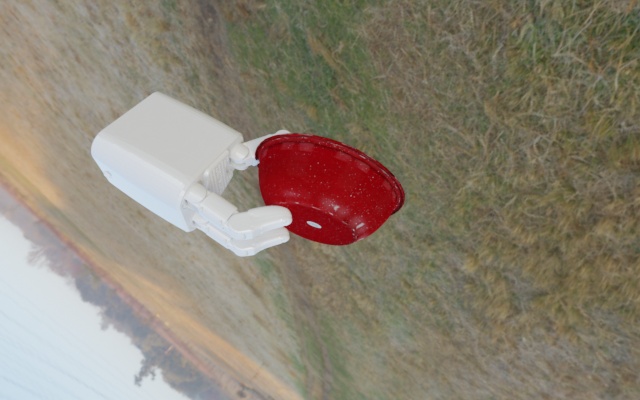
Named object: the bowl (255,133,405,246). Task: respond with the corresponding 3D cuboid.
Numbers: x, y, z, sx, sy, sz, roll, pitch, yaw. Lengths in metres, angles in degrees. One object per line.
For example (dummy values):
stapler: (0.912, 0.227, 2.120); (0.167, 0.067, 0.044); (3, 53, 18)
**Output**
bowl: (0.001, 0.002, 0.482); (0.162, 0.055, 0.162); (16, -24, 7)
